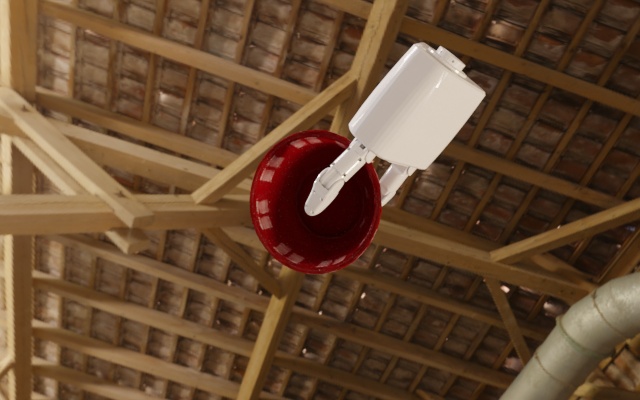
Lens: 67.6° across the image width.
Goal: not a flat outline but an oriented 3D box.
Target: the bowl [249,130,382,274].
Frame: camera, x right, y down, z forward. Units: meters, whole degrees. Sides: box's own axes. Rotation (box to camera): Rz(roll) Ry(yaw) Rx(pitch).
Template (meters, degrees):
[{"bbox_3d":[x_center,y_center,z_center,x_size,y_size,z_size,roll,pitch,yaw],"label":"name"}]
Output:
[{"bbox_3d":[-0.001,0.003,0.556,0.162,0.162,0.055,0,0,23],"label":"bowl"}]
